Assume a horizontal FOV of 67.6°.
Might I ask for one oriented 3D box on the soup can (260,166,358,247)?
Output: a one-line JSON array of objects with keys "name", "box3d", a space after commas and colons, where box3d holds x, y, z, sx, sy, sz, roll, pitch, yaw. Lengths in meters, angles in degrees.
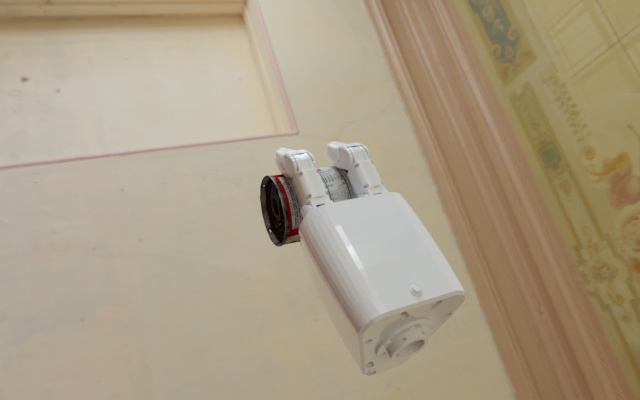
[{"name": "soup can", "box3d": [0.000, 0.001, 0.467, 0.102, 0.068, 0.068, -11, 4, -23]}]
